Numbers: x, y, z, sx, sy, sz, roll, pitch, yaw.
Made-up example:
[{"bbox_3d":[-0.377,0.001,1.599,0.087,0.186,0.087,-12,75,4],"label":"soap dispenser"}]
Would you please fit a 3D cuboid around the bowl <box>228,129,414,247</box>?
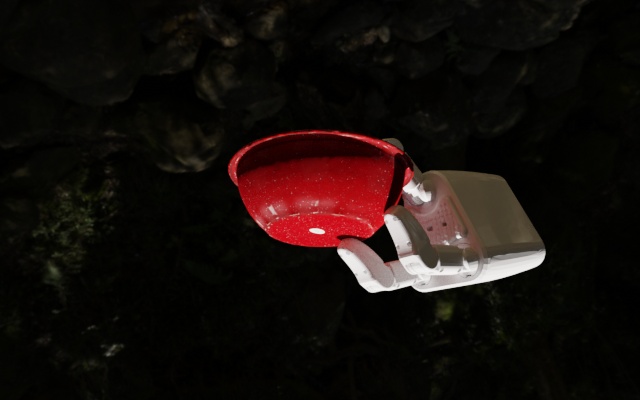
[{"bbox_3d":[-0.001,0.002,0.412,0.162,0.055,0.162,1,-22,0],"label":"bowl"}]
